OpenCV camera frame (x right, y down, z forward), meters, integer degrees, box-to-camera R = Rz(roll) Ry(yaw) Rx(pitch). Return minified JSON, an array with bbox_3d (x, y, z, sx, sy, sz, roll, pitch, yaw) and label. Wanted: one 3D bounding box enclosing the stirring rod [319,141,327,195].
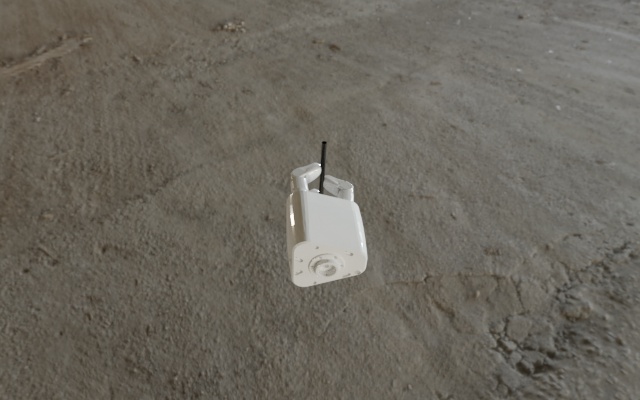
[{"bbox_3d":[0.000,0.003,0.814,0.011,0.240,0.011,2,40,-2],"label":"stirring rod"}]
